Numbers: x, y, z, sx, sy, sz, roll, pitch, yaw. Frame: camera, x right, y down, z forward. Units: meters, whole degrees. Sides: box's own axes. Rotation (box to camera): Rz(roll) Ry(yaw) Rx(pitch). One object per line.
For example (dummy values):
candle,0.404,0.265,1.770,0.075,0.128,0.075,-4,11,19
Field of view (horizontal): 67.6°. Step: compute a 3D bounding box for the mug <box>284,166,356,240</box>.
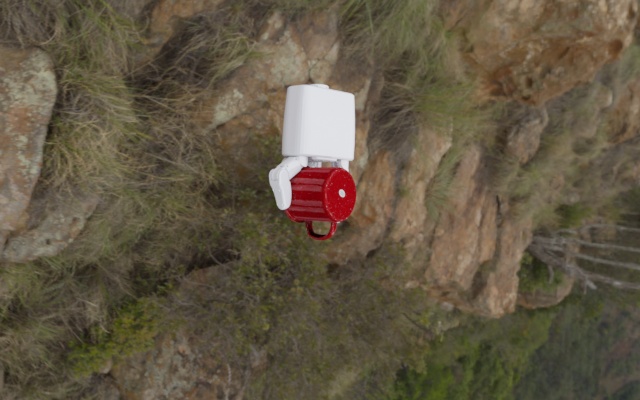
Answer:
mug,0.000,0.004,0.725,0.081,0.117,0.093,3,3,39
